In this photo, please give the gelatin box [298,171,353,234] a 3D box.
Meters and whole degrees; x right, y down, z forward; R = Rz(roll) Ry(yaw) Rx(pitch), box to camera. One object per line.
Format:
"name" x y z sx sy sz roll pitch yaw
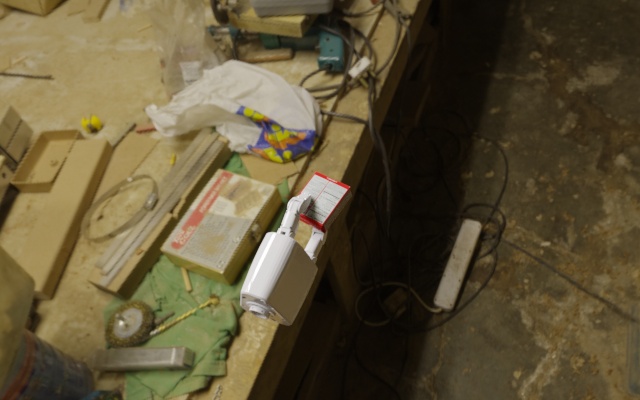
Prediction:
"gelatin box" 0.000 0.002 0.812 0.073 0.089 0.030 26 -22 27
